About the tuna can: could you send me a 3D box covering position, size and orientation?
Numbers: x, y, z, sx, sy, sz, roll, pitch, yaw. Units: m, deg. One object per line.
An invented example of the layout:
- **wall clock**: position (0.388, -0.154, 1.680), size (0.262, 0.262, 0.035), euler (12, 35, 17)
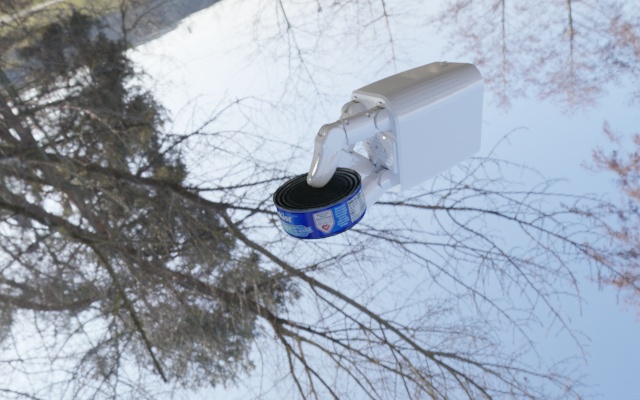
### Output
- **tuna can**: position (0.000, 0.002, 0.455), size (0.086, 0.034, 0.086), euler (-12, 26, 6)
